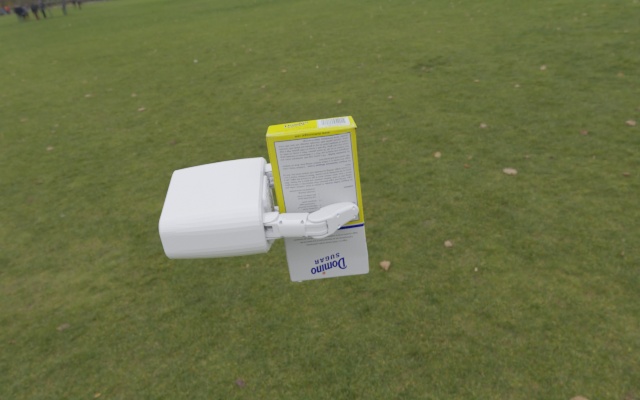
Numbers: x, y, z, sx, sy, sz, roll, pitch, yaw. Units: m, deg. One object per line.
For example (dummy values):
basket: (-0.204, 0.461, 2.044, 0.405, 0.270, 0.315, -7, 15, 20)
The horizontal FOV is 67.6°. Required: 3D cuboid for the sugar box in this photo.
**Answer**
sugar box: (0.000, 0.001, 0.530, 0.093, 0.176, 0.048, -6, 26, 2)
